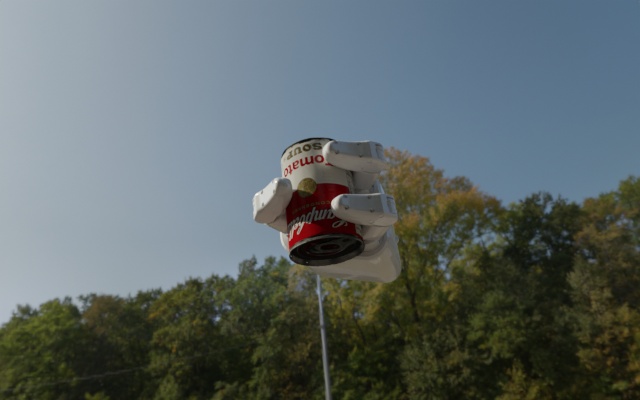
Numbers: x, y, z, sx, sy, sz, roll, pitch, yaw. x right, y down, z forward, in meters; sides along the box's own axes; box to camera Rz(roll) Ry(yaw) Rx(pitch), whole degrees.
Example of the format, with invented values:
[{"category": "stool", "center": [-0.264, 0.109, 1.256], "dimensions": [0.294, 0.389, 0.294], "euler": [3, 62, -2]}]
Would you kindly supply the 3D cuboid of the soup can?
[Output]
[{"category": "soup can", "center": [0.000, 0.001, 0.443], "dimensions": [0.068, 0.102, 0.068], "euler": [-6, -27, -3]}]
